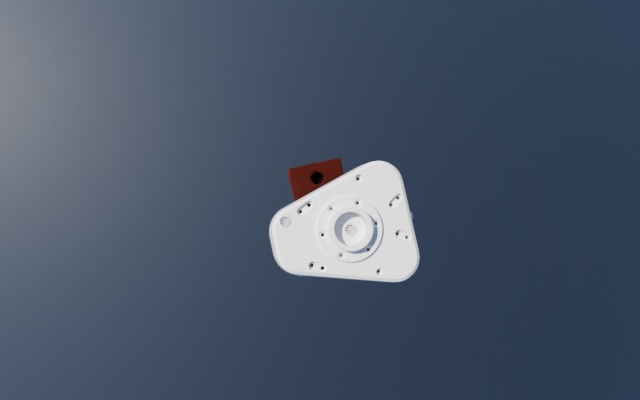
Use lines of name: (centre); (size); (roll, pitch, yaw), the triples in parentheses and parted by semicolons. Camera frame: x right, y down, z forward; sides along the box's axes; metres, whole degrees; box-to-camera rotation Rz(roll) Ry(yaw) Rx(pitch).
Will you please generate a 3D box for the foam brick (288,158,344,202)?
foam brick: (0.000, 0.001, 0.483); (0.053, 0.078, 0.051); (-12, -4, -5)
